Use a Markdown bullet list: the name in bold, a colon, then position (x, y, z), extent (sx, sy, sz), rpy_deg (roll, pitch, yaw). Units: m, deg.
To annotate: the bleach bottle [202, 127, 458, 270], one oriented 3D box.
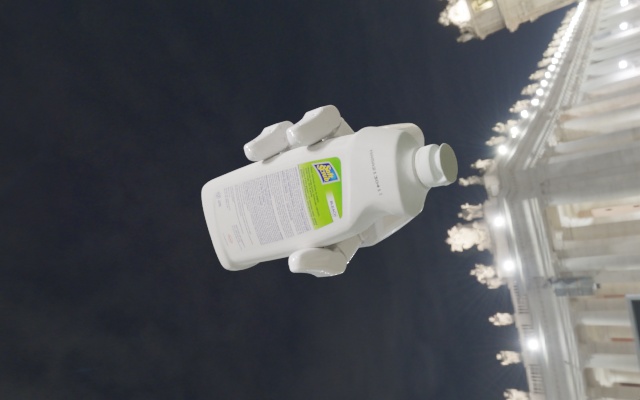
- **bleach bottle**: position (0.000, 0.001, 0.422), extent (0.251, 0.102, 0.068), rpy_deg (-12, 7, 40)
